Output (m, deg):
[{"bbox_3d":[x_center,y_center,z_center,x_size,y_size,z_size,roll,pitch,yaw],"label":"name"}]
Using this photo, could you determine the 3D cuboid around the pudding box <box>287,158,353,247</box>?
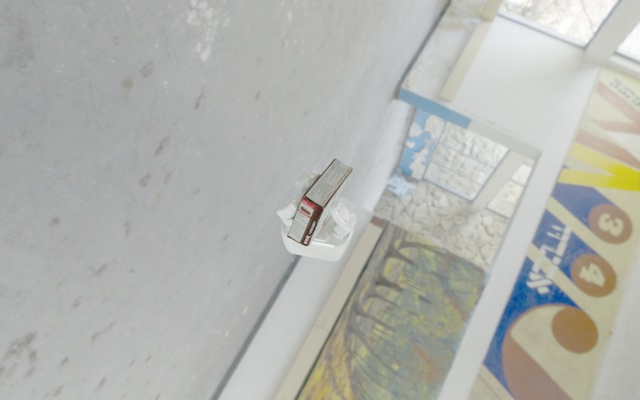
[{"bbox_3d":[0.000,0.002,0.713,0.039,0.090,0.113,28,42,7],"label":"pudding box"}]
